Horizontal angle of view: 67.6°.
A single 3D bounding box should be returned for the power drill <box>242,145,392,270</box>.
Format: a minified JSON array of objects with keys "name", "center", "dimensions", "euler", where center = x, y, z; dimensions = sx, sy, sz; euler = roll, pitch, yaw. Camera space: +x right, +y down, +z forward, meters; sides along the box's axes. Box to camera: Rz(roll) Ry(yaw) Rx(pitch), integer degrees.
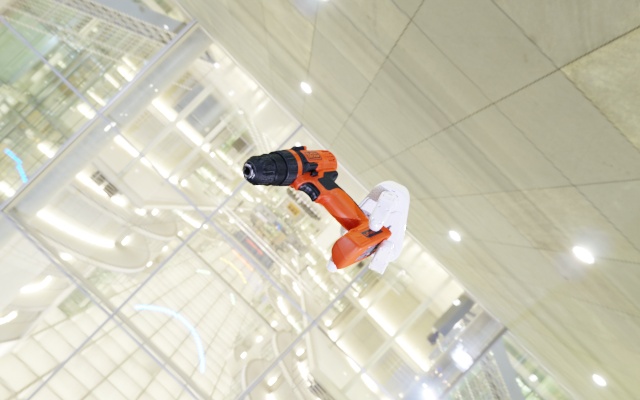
[{"name":"power drill","center":[0.000,0.003,0.658],"dimensions":[0.184,0.187,0.057],"euler":[-13,-30,-52]}]
